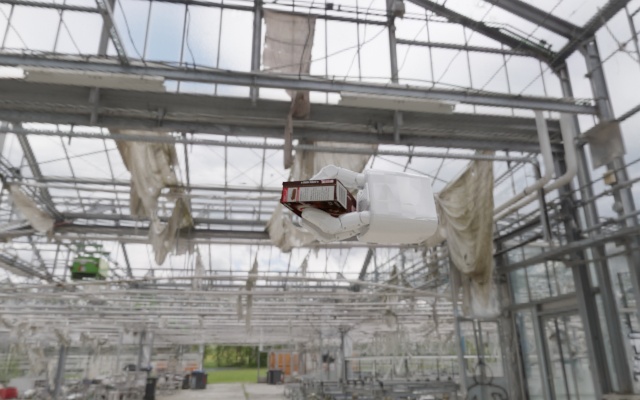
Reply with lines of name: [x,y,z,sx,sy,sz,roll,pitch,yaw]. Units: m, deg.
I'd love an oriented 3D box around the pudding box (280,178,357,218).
pudding box: [0.000,0.002,0.738,0.090,0.039,0.113,-3,-20,19]
